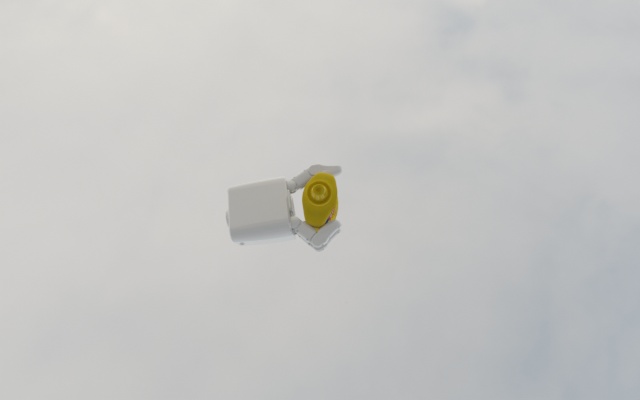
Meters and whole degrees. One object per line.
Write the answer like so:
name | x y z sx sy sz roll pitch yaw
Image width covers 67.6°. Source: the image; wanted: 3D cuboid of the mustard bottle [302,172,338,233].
mustard bottle | 0.000 0.003 0.836 0.058 0.096 0.192 15 -11 6
